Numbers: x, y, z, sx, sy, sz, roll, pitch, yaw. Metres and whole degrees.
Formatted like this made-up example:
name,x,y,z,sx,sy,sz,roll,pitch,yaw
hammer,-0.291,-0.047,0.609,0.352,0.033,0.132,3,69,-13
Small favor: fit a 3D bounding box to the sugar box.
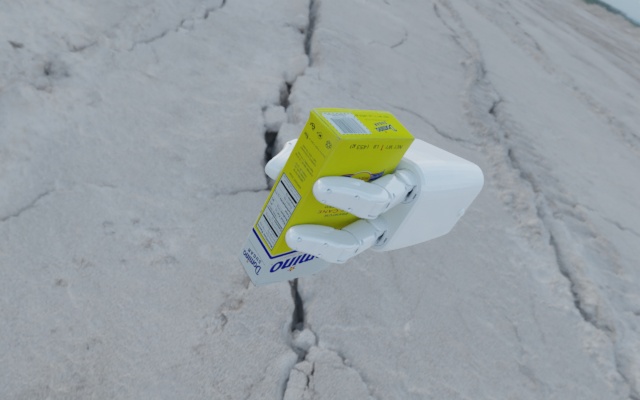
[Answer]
name,x,y,z,sx,sy,sz,roll,pitch,yaw
sugar box,0.001,0.002,0.427,0.093,0.176,0.048,-6,46,-41
